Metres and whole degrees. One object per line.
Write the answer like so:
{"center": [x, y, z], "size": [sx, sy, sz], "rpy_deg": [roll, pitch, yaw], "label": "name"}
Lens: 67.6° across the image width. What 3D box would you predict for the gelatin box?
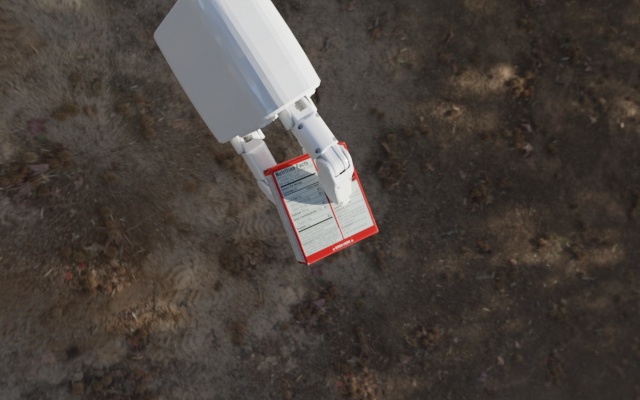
{"center": [0.000, 0.002, 0.418], "size": [0.073, 0.089, 0.030], "rpy_deg": [-24, 6, -20], "label": "gelatin box"}
